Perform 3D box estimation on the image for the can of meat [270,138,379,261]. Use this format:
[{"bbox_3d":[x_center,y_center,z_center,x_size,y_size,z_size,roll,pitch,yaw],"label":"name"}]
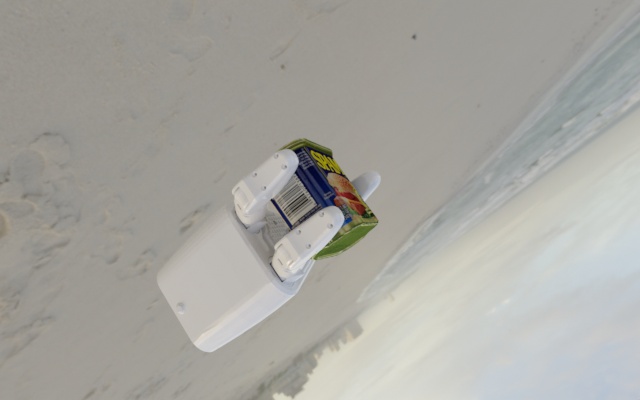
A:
[{"bbox_3d":[0.000,0.002,0.408,0.057,0.084,0.102,-38,-13,14],"label":"can of meat"}]
